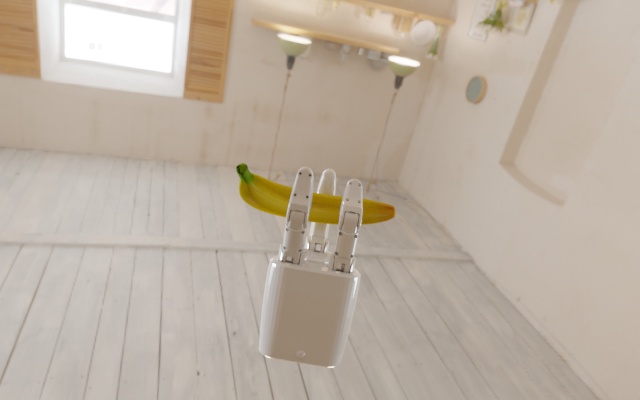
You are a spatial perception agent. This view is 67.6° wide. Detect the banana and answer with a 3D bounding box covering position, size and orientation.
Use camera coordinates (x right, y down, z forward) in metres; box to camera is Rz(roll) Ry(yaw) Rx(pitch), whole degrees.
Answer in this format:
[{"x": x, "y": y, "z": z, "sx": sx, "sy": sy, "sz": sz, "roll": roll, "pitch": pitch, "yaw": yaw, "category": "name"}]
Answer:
[{"x": -0.011, "y": 0.004, "z": 0.544, "sx": 0.198, "sy": 0.037, "sz": 0.069, "roll": 13, "pitch": -14, "yaw": -25, "category": "banana"}]
